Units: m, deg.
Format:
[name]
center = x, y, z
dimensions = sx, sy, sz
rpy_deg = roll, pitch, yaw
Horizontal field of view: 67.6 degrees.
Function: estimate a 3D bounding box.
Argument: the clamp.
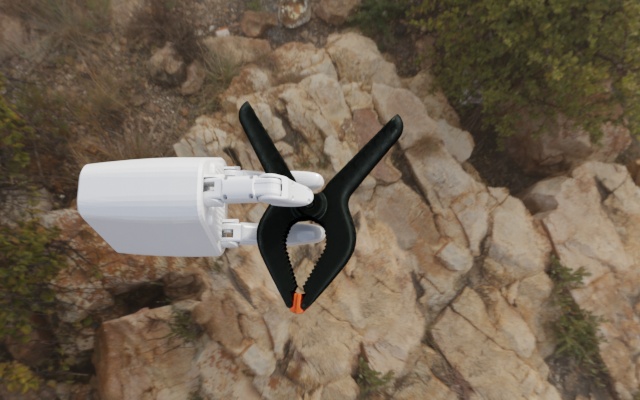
[clamp]
center = 0.000, 0.002, 0.459
dimensions = 0.164, 0.210, 0.036
rpy_deg = -1, -12, 4
